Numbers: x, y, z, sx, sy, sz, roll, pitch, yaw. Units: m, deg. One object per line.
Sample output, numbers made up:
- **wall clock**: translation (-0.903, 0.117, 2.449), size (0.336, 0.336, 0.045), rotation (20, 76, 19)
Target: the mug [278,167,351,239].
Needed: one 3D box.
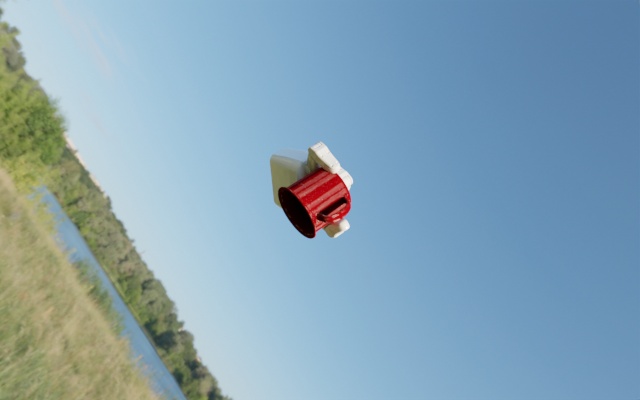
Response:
- **mug**: translation (0.001, 0.003, 0.735), size (0.081, 0.093, 0.117), rotation (-34, 31, -23)
